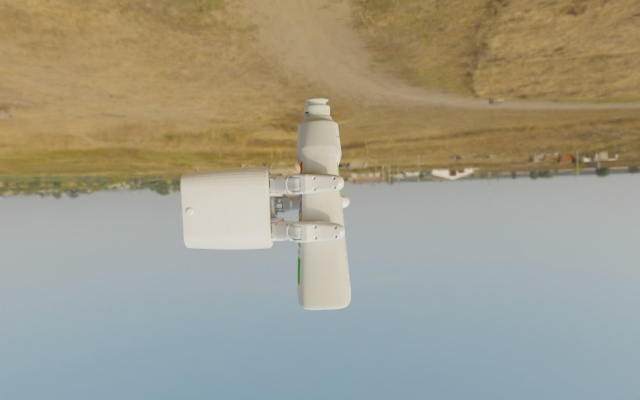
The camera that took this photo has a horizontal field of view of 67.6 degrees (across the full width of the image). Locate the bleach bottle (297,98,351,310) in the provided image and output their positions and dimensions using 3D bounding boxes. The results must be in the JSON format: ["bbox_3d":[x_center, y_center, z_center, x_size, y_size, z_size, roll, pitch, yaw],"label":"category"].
[{"bbox_3d":[0.000,0.002,0.599,0.068,0.251,0.102,-2,3,-2],"label":"bleach bottle"}]
